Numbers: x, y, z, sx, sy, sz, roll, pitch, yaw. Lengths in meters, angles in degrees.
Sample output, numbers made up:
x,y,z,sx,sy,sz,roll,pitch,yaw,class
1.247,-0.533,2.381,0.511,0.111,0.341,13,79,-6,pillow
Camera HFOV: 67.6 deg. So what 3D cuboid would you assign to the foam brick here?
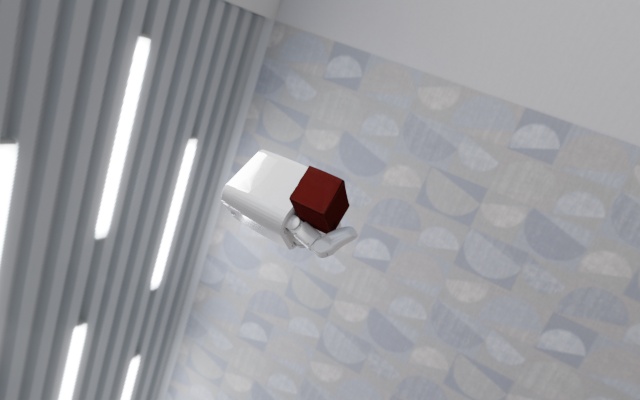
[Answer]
x,y,z,sx,sy,sz,roll,pitch,yaw,class
0.000,0.002,0.608,0.051,0.053,0.078,26,-18,18,foam brick
